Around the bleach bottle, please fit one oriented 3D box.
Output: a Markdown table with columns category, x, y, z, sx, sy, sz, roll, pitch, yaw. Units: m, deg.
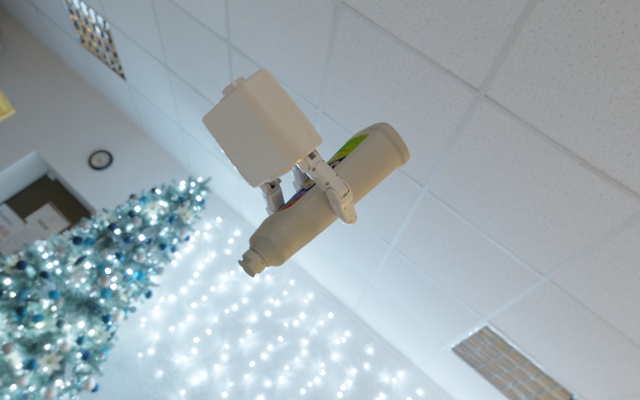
| category | x | y | z | sx | sy | sz | roll | pitch | yaw |
| --- | --- | --- | --- | --- | --- | --- | --- | --- | --- |
| bleach bottle | 0.000 | 0.002 | 0.602 | 0.250 | 0.068 | 0.102 | -43 | 13 | -26 |
